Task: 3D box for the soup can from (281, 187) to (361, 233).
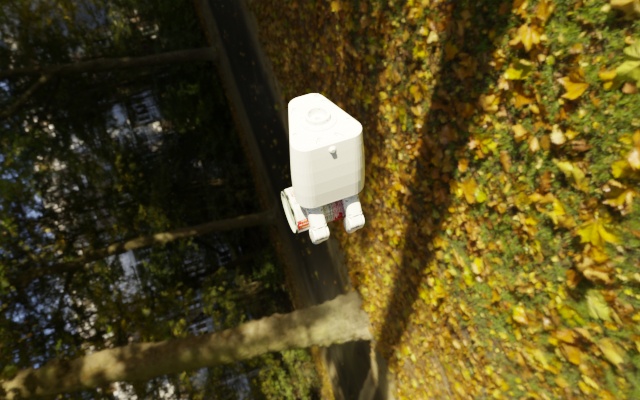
[{"bbox_3d":[0.000,0.003,0.710,0.102,0.068,0.068,-18,4,-11],"label":"soup can"}]
